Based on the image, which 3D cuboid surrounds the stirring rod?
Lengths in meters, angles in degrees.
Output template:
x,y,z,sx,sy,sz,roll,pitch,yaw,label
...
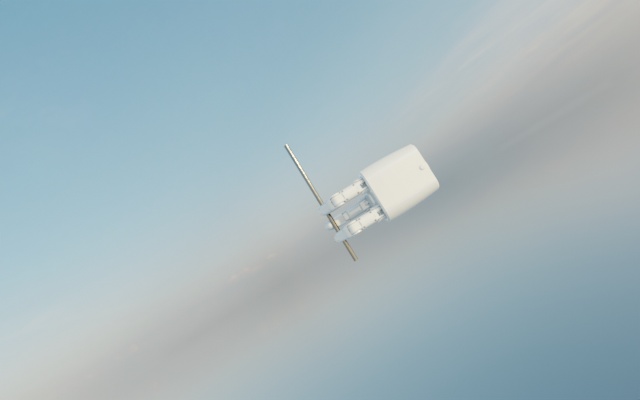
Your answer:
x,y,z,sx,sy,sz,roll,pitch,yaw,label
0.000,0.003,0.847,0.011,0.239,0.011,-31,-6,-4,stirring rod
